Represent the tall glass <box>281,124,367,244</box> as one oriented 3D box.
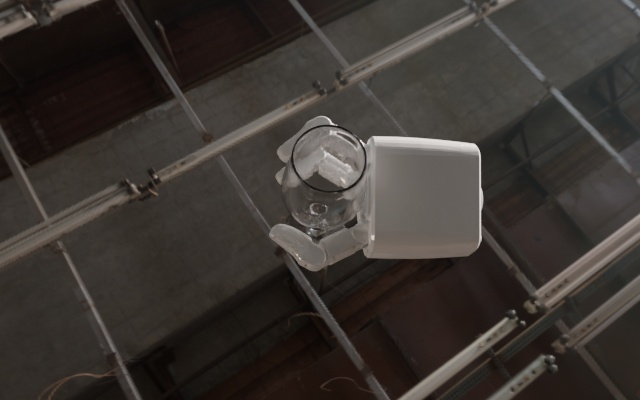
[{"bbox_3d":[0.000,0.002,0.475,0.079,0.079,0.201,0,-21,-4],"label":"tall glass"}]
